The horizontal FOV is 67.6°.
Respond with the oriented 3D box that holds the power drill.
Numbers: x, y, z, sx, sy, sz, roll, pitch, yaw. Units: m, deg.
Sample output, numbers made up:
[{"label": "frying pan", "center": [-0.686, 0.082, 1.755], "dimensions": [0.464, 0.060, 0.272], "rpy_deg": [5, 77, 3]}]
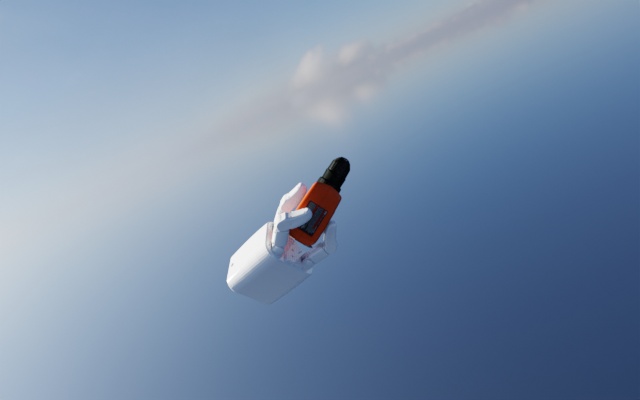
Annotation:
[{"label": "power drill", "center": [0.000, 0.003, 0.858], "dimensions": [0.057, 0.184, 0.187], "rpy_deg": [30, 5, 0]}]
